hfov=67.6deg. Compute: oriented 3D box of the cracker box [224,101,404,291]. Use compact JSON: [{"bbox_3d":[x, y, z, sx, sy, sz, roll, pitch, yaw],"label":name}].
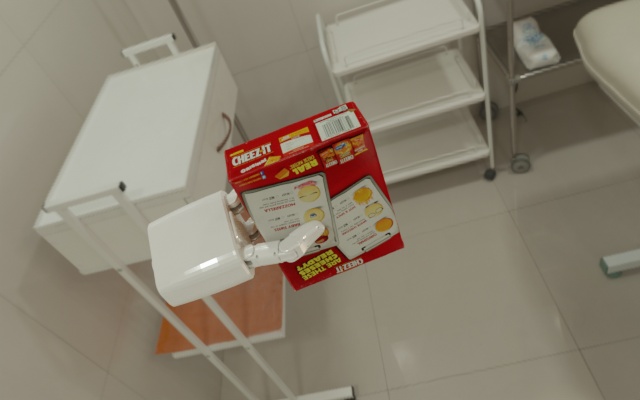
[{"bbox_3d":[0.000,0.002,0.598,0.164,0.214,0.072,-22,43,2],"label":"cracker box"}]
